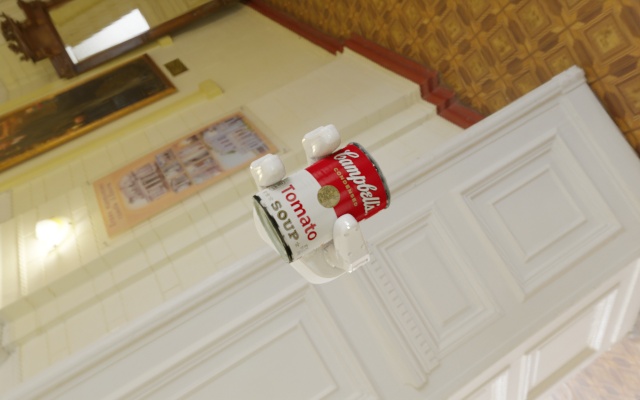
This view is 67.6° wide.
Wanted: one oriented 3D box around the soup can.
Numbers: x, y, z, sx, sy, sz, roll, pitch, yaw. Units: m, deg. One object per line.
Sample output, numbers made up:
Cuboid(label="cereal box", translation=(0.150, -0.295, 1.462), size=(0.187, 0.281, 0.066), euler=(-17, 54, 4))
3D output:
Cuboid(label="soup can", translation=(0.000, 0.001, 0.416), size=(0.102, 0.068, 0.068), euler=(-29, 7, -13))
